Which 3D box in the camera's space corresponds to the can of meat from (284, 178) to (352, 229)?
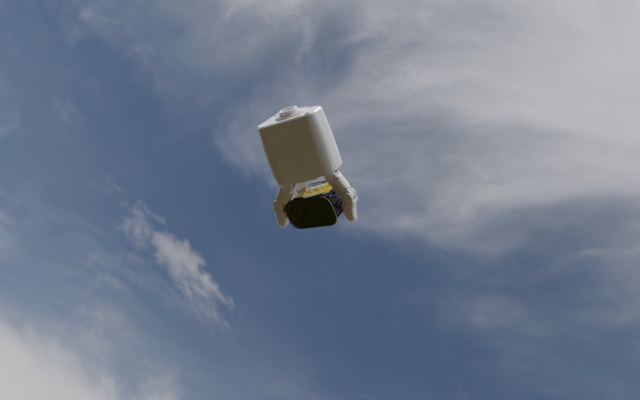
[{"bbox_3d":[0.000,0.003,0.856,0.102,0.057,0.084,-9,24,35],"label":"can of meat"}]
